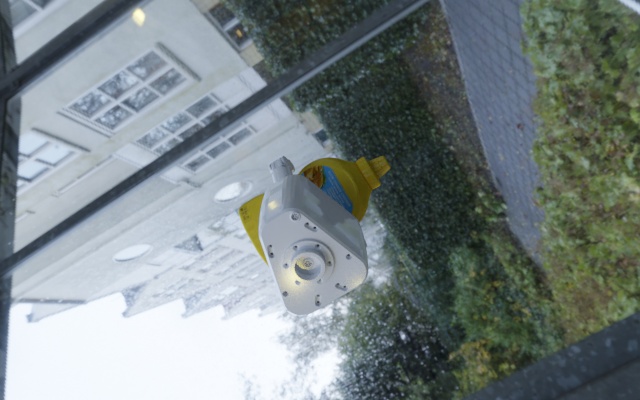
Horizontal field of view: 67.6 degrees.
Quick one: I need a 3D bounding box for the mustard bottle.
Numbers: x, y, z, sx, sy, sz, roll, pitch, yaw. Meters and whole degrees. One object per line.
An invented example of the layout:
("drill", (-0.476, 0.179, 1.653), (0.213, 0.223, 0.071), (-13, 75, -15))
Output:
("mustard bottle", (0.000, 0.002, 0.594), (0.191, 0.096, 0.058), (-31, -7, 8))
